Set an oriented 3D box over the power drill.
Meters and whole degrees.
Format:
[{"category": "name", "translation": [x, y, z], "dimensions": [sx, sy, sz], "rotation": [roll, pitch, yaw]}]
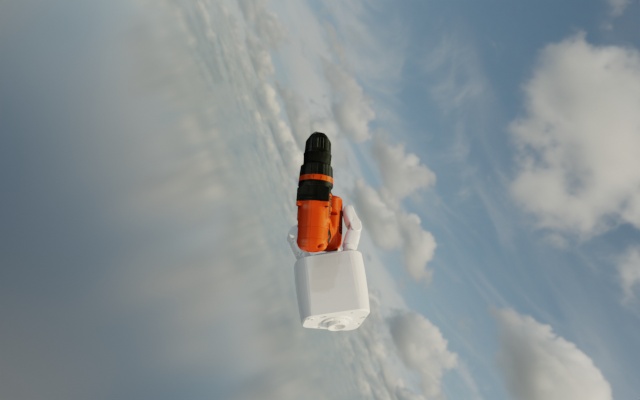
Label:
[{"category": "power drill", "translation": [0.000, 0.003, 0.778], "dimensions": [0.057, 0.184, 0.188], "rotation": [3, -15, 10]}]
